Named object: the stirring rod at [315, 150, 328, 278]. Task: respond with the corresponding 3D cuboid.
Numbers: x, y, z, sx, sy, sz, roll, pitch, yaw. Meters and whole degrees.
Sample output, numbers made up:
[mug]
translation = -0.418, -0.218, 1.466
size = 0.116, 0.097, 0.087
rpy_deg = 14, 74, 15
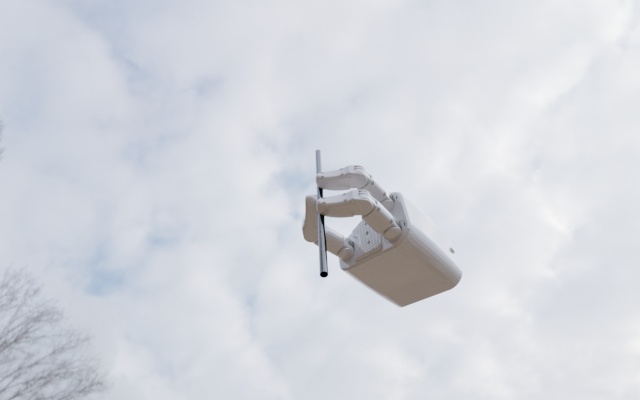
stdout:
[stirring rod]
translation = 0.000, 0.002, 0.541
size = 0.011, 0.011, 0.239
rpy_deg = 0, 34, -2
